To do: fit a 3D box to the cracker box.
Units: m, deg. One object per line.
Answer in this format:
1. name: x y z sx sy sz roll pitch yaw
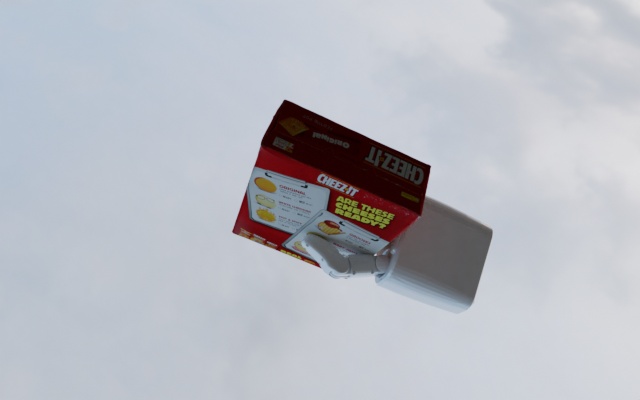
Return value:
1. cracker box: 0.000 0.002 0.539 0.164 0.072 0.214 23 -30 -6
